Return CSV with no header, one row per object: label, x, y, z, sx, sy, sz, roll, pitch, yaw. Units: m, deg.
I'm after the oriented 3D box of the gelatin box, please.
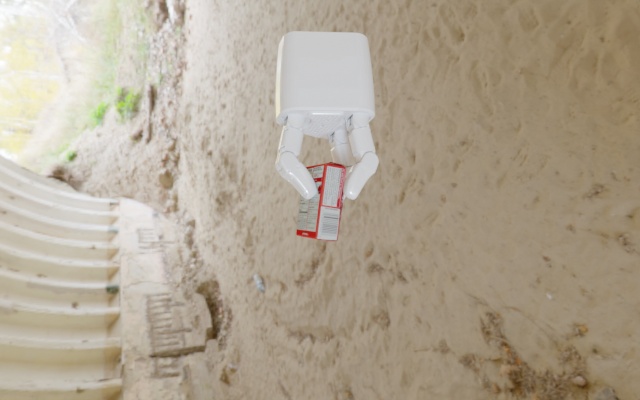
gelatin box,0.000,0.002,0.569,0.030,0.089,0.073,9,-4,-21
